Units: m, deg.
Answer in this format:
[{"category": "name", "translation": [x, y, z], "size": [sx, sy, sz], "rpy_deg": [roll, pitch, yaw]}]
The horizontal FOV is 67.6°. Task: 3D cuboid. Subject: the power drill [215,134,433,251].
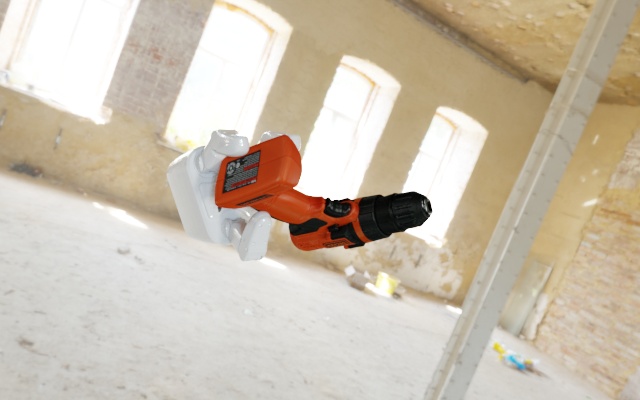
[{"category": "power drill", "translation": [0.000, 0.001, 0.502], "size": [0.184, 0.057, 0.188], "rpy_deg": [-17, -33, 35]}]
